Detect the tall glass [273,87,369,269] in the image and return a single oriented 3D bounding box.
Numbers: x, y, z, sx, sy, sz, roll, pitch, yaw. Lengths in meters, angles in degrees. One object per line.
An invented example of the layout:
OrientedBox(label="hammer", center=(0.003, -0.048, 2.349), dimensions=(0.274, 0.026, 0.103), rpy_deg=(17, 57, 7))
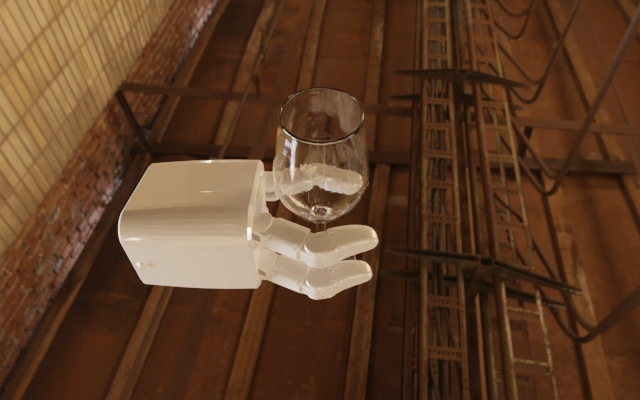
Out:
OrientedBox(label="tall glass", center=(0.000, 0.002, 0.417), dimensions=(0.079, 0.079, 0.201), rpy_deg=(0, -40, -1))
